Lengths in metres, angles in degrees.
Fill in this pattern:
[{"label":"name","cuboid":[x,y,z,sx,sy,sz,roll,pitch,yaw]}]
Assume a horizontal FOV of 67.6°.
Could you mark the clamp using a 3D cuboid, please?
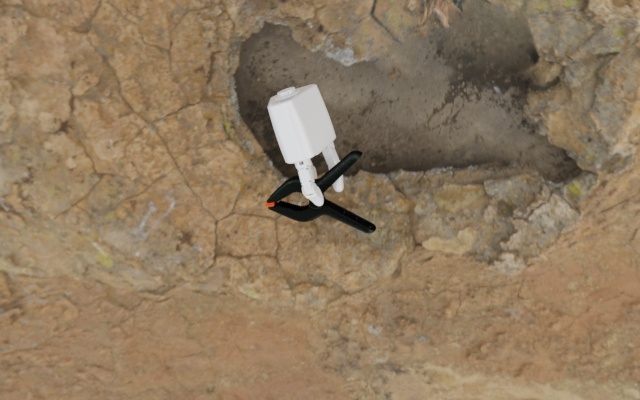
[{"label":"clamp","cuboid":[-0.001,0.003,0.899,0.210,0.165,0.036,-12,22,20]}]
